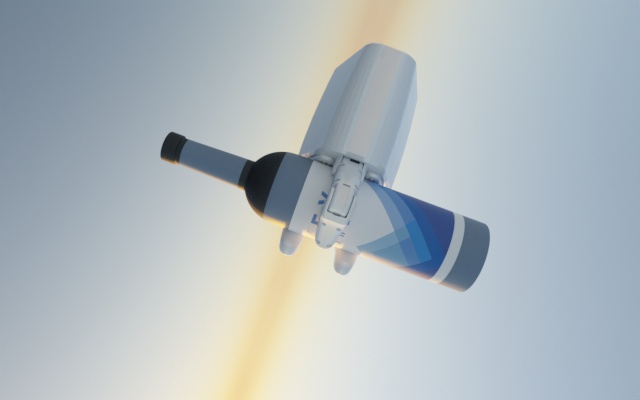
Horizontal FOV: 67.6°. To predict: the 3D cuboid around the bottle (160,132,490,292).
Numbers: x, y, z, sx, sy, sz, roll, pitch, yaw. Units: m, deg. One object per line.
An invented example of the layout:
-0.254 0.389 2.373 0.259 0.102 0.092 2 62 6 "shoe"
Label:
0.000 0.002 0.432 0.296 0.069 0.069 20 -1 -1 "bottle"
